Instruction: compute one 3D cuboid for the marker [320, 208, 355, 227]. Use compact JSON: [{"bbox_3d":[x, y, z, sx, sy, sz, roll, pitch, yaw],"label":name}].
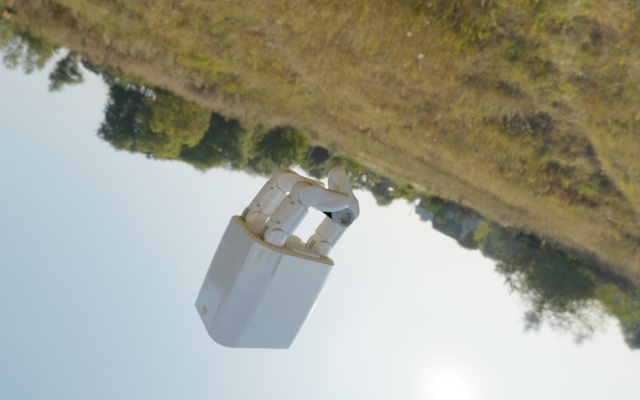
[{"bbox_3d":[0.000,0.002,0.521,0.020,0.020,0.121,0,16,-27],"label":"marker"}]
